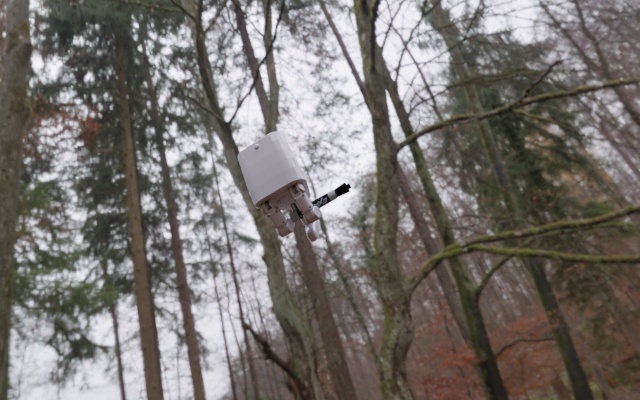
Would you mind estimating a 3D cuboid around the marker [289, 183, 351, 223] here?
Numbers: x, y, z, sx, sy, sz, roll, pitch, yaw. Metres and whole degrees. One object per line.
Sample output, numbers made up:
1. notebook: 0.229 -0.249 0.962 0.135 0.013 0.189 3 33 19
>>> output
1. marker: 0.000 0.003 0.847 0.121 0.020 0.020 -29 -7 12
